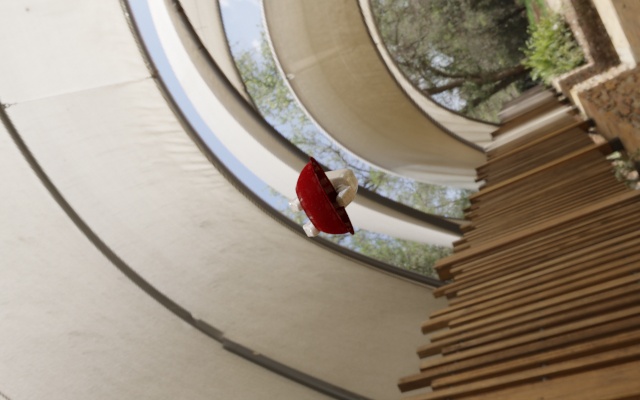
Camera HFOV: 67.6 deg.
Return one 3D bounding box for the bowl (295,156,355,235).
[{"bbox_3d":[0.000,0.003,0.865,0.055,0.162,0.162,-29,-4,7],"label":"bowl"}]
